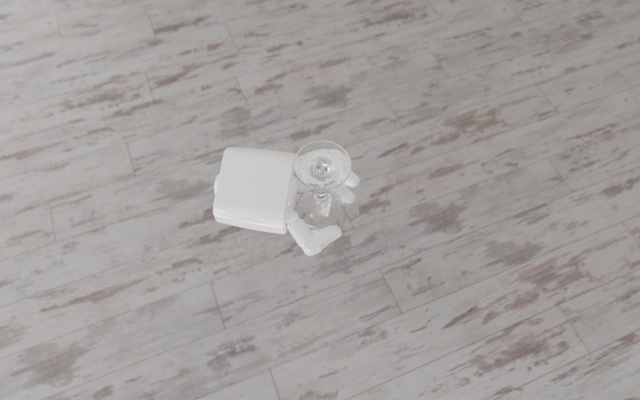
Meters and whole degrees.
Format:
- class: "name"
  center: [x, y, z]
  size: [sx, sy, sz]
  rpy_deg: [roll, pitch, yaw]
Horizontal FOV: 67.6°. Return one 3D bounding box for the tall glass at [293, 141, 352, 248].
- class: "tall glass"
  center: [0.000, 0.002, 0.691]
  size: [0.079, 0.079, 0.201]
  rpy_deg: [0, -29, -1]
